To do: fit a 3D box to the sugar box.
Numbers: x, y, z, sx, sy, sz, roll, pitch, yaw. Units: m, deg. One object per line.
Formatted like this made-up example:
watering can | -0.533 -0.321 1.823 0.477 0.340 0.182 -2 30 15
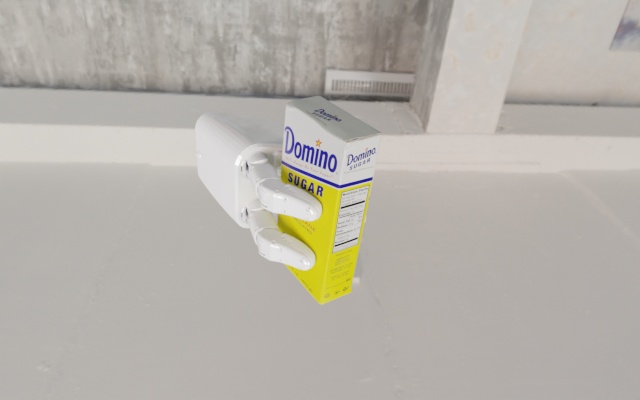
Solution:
sugar box | 0.000 0.002 0.451 0.048 0.176 0.093 -18 39 -31
